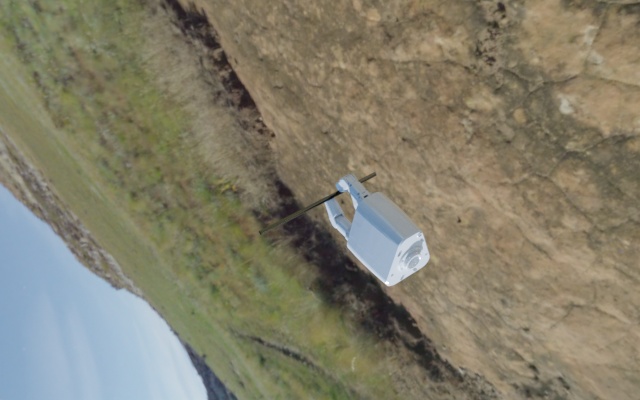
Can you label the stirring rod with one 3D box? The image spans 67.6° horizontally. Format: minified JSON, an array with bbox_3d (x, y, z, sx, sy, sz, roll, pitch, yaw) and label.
[{"bbox_3d":[0.000,0.003,0.835,0.239,0.011,0.011,-27,10,-20],"label":"stirring rod"}]
